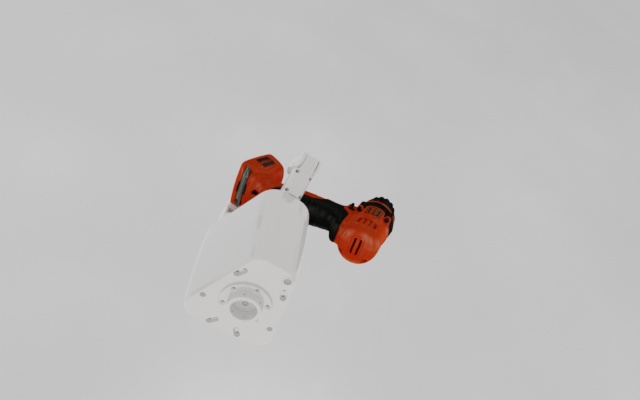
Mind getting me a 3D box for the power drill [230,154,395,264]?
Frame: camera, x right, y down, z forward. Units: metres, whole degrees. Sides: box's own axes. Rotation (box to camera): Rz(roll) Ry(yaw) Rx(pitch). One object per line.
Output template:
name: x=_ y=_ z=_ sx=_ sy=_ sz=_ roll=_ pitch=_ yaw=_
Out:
power drill: x=0.000 y=0.002 z=0.587 sx=0.187 sy=0.057 sz=0.184 roll=22 pitch=15 yaw=10
